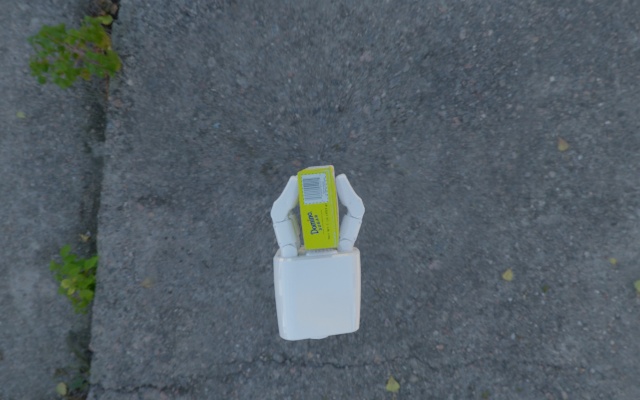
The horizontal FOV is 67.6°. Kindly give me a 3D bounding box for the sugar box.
[{"bbox_3d":[0.000,0.002,0.628,0.048,0.093,0.176,-5,5,0],"label":"sugar box"}]
